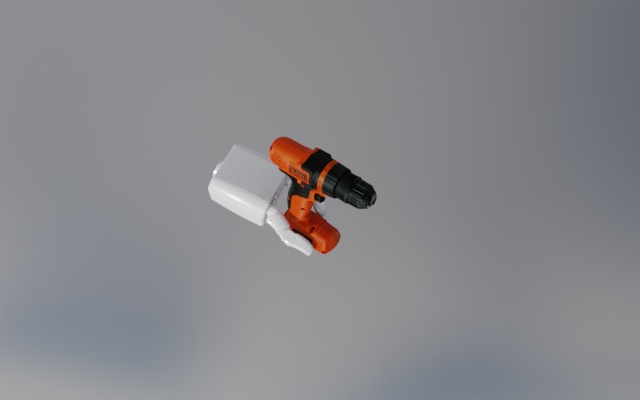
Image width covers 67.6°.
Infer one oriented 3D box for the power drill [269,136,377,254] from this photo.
[{"bbox_3d":[0.000,0.003,0.760,0.184,0.188,0.057,32,54,22],"label":"power drill"}]
